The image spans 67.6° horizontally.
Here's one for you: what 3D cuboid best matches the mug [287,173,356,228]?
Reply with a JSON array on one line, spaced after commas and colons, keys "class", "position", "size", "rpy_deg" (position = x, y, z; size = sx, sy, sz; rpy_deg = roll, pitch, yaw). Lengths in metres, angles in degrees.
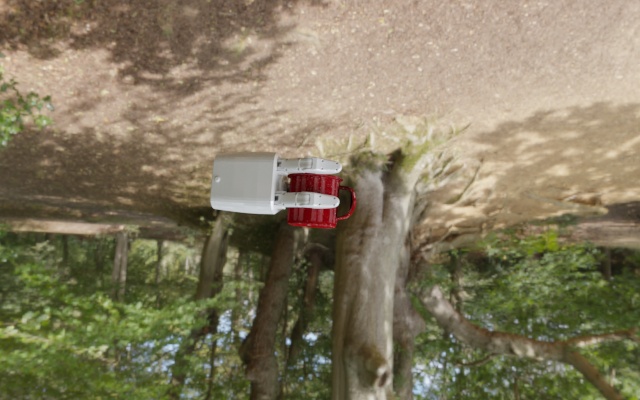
[{"class": "mug", "position": [0.002, 0.003, 0.781], "size": [0.117, 0.081, 0.093], "rpy_deg": [3, -6, 12]}]
